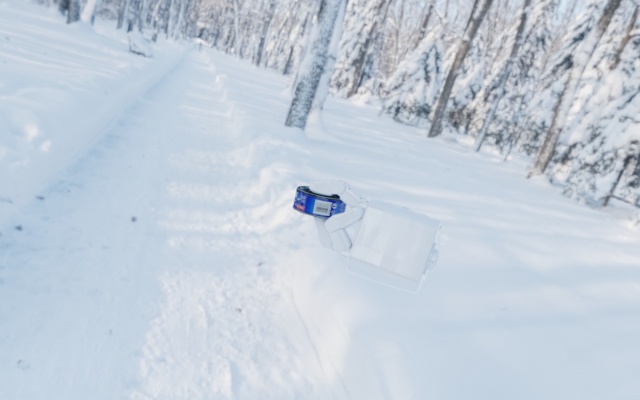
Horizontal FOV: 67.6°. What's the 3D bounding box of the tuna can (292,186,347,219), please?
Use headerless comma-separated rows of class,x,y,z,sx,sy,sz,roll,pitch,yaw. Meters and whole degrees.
tuna can,0.000,0.002,0.760,0.086,0.034,0.086,11,11,-2
